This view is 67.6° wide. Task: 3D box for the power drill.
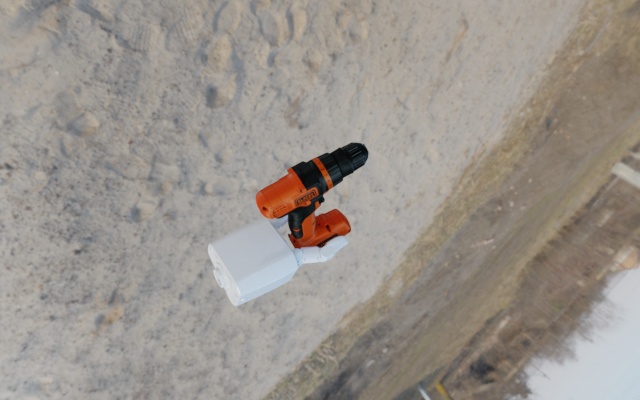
[{"bbox_3d":[0.000,0.003,0.762,0.184,0.057,0.188,-28,-34,-7],"label":"power drill"}]
